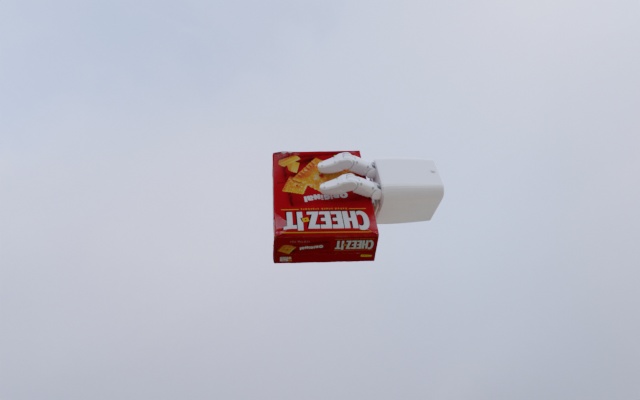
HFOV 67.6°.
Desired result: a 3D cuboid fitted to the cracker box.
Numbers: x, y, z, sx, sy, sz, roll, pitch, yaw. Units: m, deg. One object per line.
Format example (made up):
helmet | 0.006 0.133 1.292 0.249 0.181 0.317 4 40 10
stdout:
cracker box | 0.000 0.003 0.812 0.164 0.072 0.213 -1 43 -6
